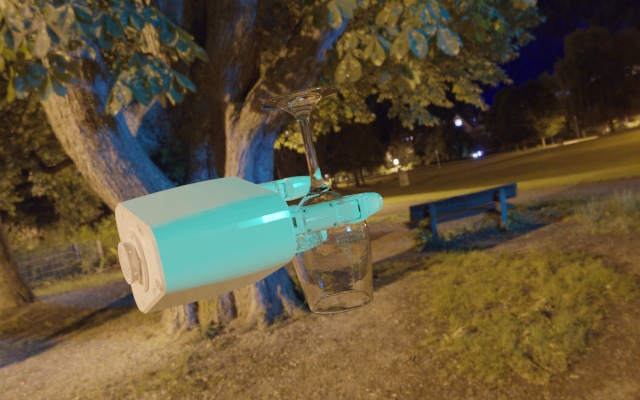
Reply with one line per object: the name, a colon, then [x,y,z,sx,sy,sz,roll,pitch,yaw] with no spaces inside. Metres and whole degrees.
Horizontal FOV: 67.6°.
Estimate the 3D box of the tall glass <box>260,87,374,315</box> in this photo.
tall glass: [0.000,0.001,0.452,0.079,0.201,0.079,-12,3,1]
